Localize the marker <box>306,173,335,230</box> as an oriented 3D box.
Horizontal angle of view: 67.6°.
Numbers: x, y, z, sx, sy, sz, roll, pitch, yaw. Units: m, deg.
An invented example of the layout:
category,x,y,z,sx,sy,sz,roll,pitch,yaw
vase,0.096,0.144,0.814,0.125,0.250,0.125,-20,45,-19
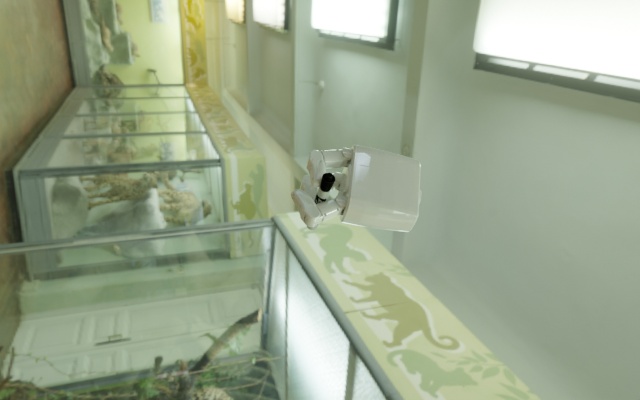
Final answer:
category,x,y,z,sx,sy,sz,roll,pitch,yaw
marker,0.000,0.002,0.688,0.020,0.020,0.121,0,-37,-15
